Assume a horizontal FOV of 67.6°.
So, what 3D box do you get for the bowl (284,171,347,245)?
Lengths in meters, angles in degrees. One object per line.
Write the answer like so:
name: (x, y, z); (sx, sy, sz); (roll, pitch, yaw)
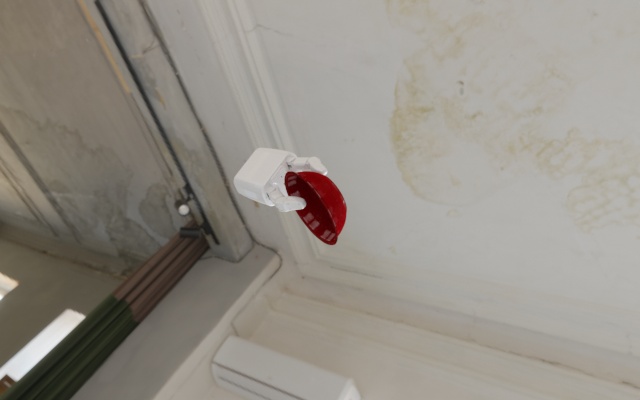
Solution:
bowl: (0.001, 0.003, 0.899); (0.055, 0.162, 0.162); (-33, 12, -20)
